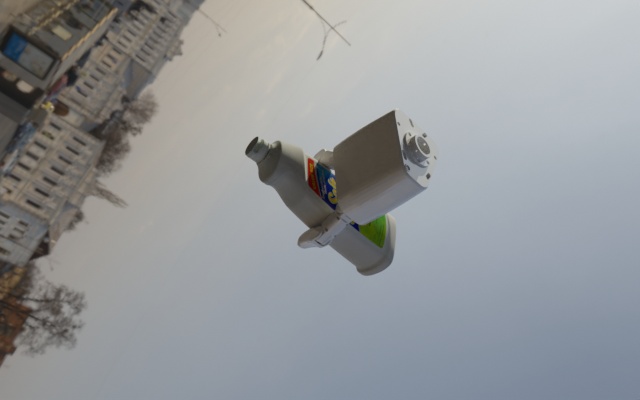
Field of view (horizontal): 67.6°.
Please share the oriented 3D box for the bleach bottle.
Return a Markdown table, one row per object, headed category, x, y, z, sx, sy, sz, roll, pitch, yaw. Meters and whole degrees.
| category | x | y | z | sx | sy | sz | roll | pitch | yaw |
| --- | --- | --- | --- | --- | --- | --- | --- | --- | --- |
| bleach bottle | 0.000 | 0.002 | 0.665 | 0.251 | 0.102 | 0.068 | 36 | -45 | -26 |
